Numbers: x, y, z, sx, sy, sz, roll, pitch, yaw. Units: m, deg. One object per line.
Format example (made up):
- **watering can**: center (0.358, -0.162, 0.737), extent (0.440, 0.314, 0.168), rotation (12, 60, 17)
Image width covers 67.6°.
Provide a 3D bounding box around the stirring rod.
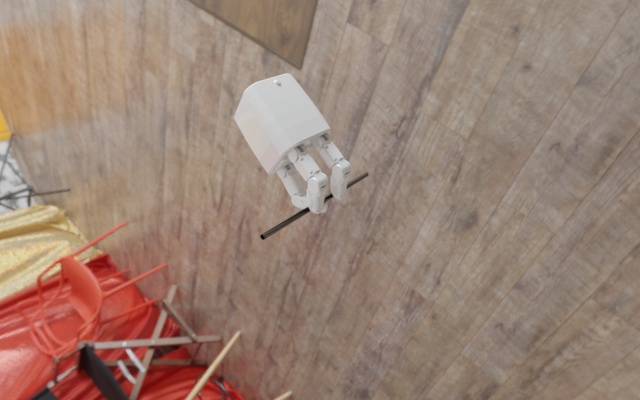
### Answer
- **stirring rod**: center (0.000, 0.002, 0.700), extent (0.011, 0.011, 0.239), rotation (0, 22, 43)
